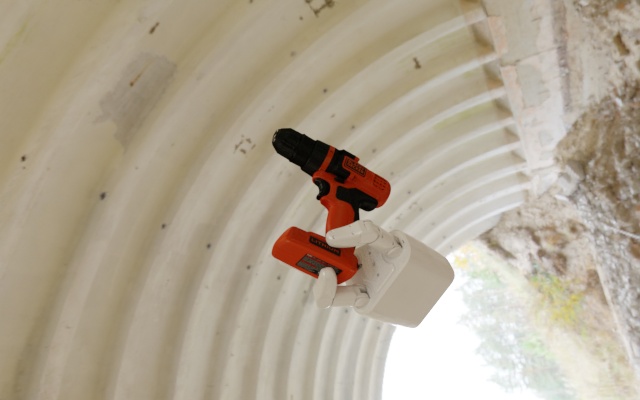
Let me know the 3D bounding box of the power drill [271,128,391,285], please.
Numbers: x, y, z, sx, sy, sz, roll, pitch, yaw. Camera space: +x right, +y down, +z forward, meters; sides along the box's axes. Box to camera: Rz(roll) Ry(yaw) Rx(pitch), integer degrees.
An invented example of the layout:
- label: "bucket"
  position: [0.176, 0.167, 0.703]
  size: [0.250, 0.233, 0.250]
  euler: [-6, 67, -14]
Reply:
- label: "power drill"
  position: [0.000, 0.003, 0.625]
  size: [0.184, 0.187, 0.057]
  euler: [27, -39, -11]
